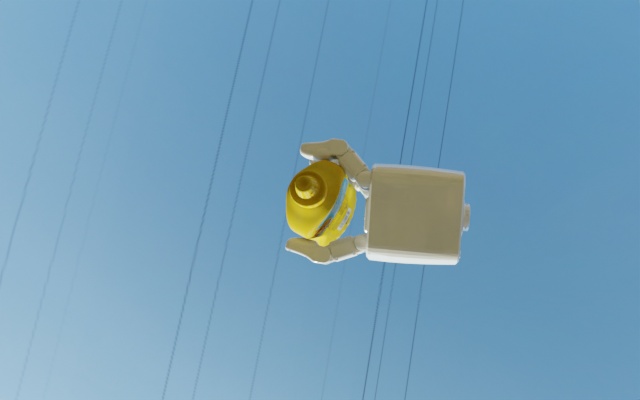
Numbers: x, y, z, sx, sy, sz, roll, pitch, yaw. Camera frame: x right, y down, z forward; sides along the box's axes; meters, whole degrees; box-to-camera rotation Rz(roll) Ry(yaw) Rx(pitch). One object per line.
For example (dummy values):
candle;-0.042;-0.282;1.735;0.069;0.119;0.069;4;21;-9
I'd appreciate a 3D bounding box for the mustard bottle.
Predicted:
mustard bottle;0.000;0.002;0.589;0.058;0.096;0.192;29;-5;14
